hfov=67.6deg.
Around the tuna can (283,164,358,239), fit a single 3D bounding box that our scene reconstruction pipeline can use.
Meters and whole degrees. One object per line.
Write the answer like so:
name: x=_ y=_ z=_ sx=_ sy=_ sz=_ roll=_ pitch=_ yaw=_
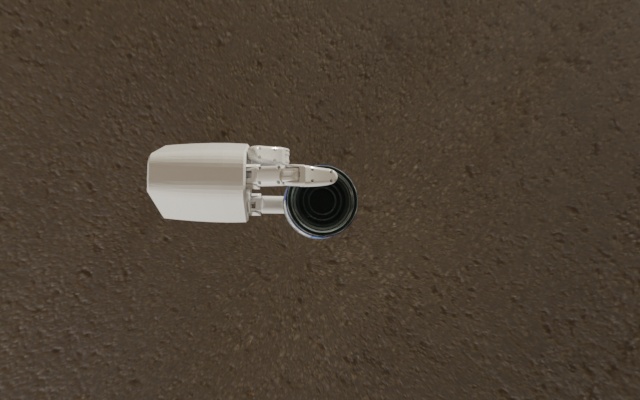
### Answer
tuna can: x=0.000 y=0.002 z=0.557 sx=0.086 sy=0.086 sz=0.034 roll=0 pitch=-7 yaw=-9
